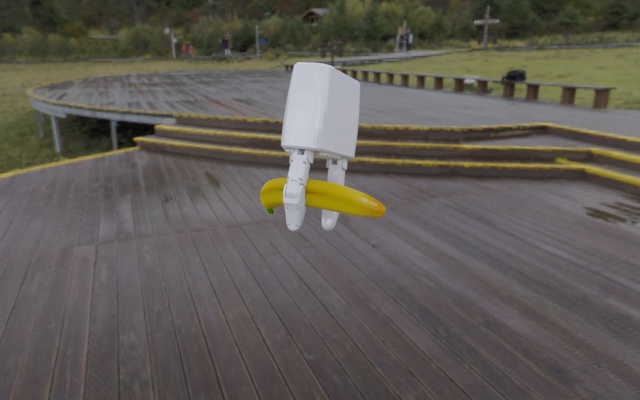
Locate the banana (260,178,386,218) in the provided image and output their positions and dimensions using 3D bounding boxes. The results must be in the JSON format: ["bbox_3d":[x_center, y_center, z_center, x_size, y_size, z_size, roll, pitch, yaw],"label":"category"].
[{"bbox_3d":[-0.013,-0.004,0.619,0.198,0.037,0.070,3,-18,38],"label":"banana"}]
